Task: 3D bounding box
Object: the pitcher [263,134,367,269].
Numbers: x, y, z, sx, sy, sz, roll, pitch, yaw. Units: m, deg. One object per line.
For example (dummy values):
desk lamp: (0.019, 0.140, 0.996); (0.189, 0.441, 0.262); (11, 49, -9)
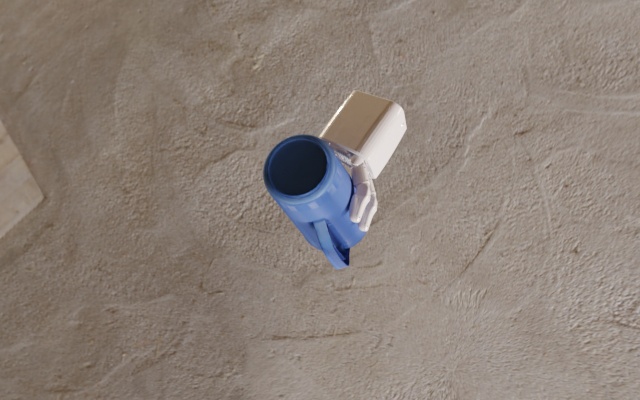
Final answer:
pitcher: (0.000, 0.002, 0.764); (0.149, 0.145, 0.243); (31, -8, 23)
